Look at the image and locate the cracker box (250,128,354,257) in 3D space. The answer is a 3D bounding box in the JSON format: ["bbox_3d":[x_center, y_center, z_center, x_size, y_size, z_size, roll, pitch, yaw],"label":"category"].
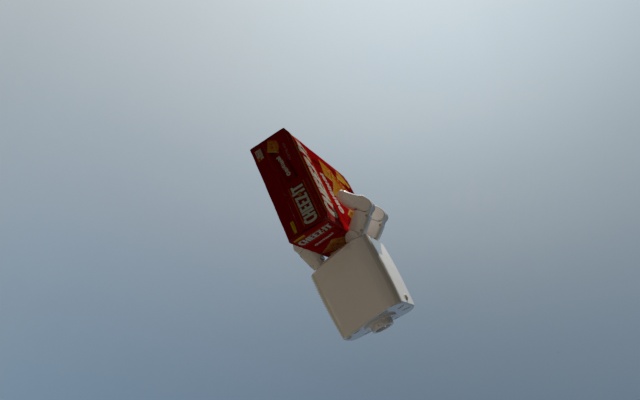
[{"bbox_3d":[0.000,0.003,0.740,0.072,0.164,0.214,-33,-28,14],"label":"cracker box"}]
